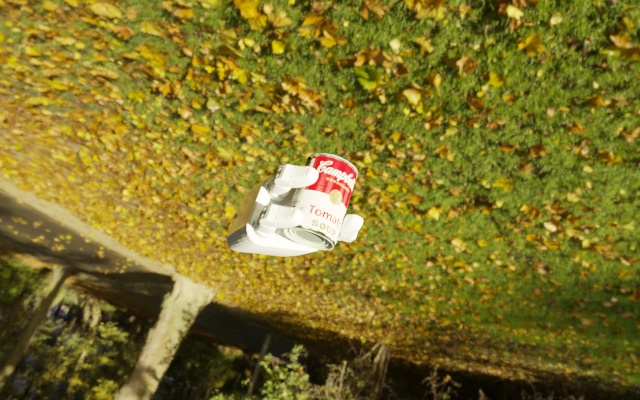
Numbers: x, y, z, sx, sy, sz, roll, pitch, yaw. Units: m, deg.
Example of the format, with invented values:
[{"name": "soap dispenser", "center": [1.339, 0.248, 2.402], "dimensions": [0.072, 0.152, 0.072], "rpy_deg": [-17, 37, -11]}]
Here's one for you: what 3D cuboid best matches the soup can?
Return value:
[{"name": "soup can", "center": [0.000, 0.002, 0.591], "dimensions": [0.068, 0.102, 0.068], "rpy_deg": [16, -22, 7]}]
